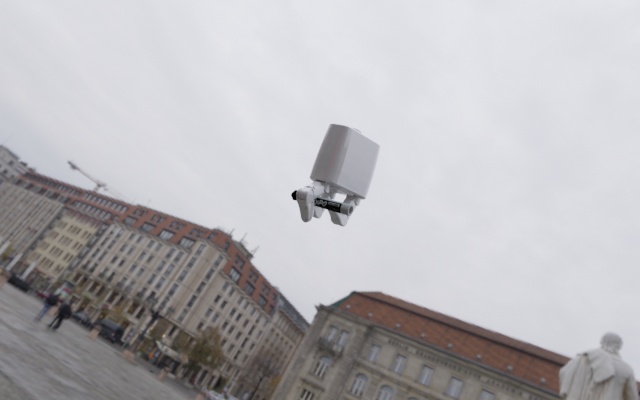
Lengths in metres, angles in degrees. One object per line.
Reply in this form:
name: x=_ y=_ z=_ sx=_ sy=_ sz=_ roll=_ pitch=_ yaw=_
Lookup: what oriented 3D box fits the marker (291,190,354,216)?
marker: x=0.000 y=0.003 z=0.811 sx=0.121 sy=0.020 sz=0.020 roll=15 pitch=8 yaw=32
